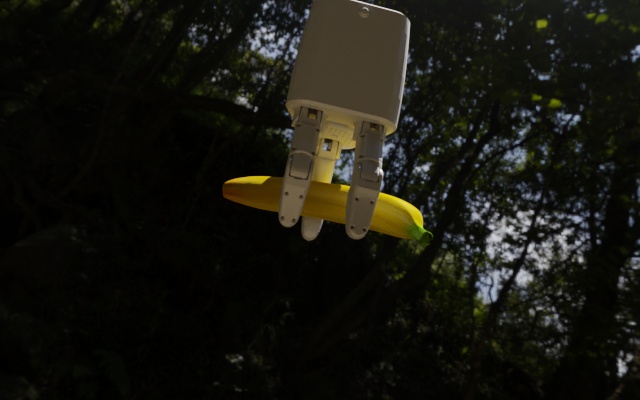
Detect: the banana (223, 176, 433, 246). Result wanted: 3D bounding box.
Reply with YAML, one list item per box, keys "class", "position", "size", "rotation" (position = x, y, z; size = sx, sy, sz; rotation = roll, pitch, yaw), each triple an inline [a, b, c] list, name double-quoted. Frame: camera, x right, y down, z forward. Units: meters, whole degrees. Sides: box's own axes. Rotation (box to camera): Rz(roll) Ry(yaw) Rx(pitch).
- class: "banana"
  position: [0.009, 0.002, 0.442]
  size: [0.198, 0.037, 0.069]
  rotation: [11, 2, 18]
